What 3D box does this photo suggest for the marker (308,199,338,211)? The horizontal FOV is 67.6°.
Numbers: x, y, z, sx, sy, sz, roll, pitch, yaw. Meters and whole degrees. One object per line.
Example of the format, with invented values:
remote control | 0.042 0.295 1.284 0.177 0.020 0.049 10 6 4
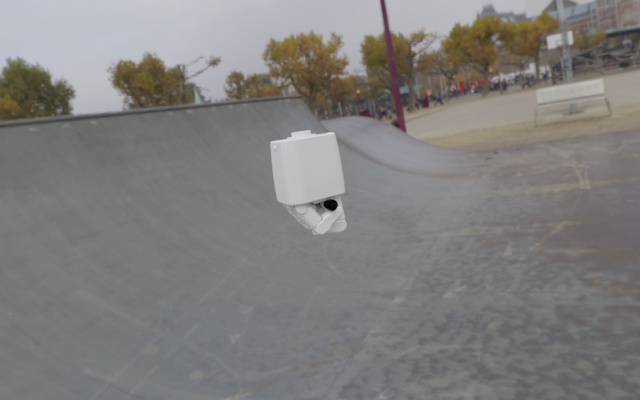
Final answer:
marker | 0.000 0.003 0.830 0.020 0.020 0.121 0 5 -21
